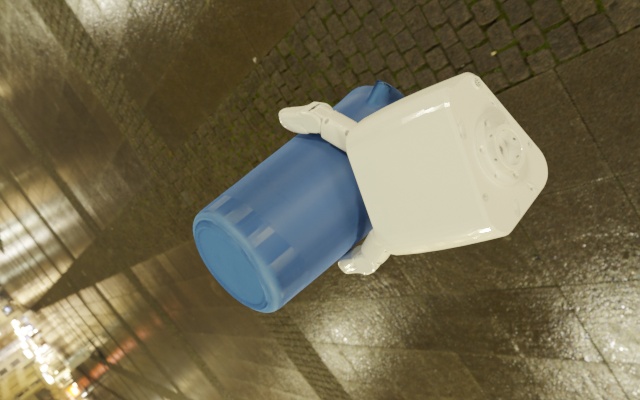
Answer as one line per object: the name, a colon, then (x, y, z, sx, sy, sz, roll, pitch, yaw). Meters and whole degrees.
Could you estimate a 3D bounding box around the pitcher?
pitcher: (0.000, 0.001, 0.479, 0.242, 0.149, 0.145, -40, 15, -33)
